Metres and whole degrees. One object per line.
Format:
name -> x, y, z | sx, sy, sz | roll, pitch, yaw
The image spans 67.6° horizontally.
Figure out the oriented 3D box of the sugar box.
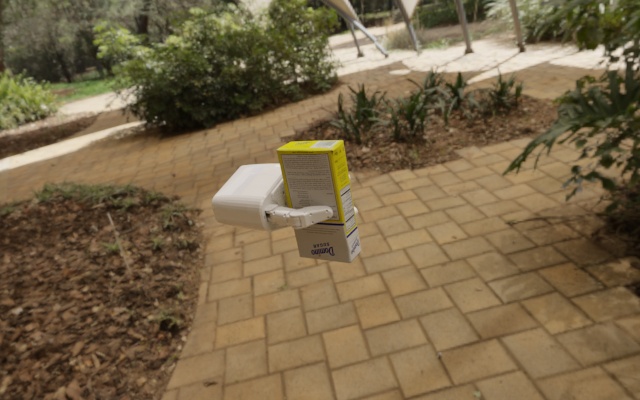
sugar box -> 0.000, 0.002, 0.701 | 0.093, 0.176, 0.048 | 4, 27, 31
